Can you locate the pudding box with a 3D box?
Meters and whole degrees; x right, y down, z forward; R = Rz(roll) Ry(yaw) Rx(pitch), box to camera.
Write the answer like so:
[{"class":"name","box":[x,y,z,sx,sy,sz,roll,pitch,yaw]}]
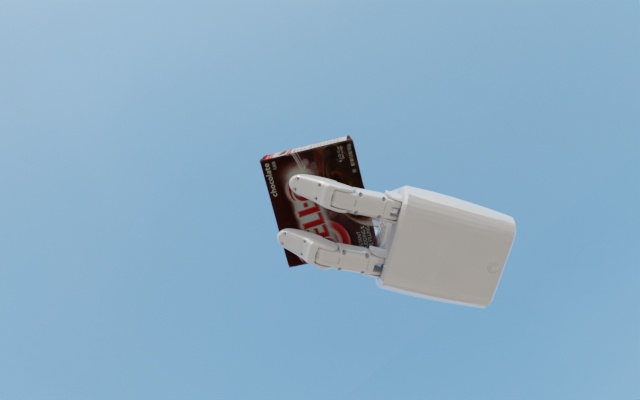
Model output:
[{"class":"pudding box","box":[0.000,0.001,0.464,0.090,0.113,0.039,-13,12,6]}]
